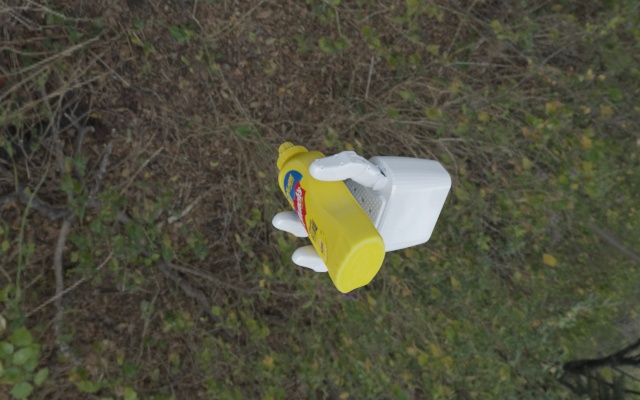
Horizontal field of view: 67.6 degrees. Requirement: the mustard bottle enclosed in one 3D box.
[{"bbox_3d":[0.000,0.002,0.536,0.058,0.191,0.096,-20,-35,-18],"label":"mustard bottle"}]
